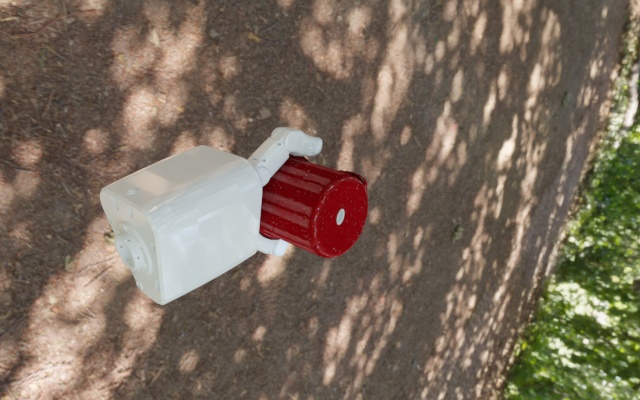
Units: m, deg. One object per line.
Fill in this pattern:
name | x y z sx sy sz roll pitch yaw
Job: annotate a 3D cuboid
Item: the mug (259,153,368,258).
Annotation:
mug | 0.001 0.001 0.473 0.081 0.093 0.117 19 37 39
